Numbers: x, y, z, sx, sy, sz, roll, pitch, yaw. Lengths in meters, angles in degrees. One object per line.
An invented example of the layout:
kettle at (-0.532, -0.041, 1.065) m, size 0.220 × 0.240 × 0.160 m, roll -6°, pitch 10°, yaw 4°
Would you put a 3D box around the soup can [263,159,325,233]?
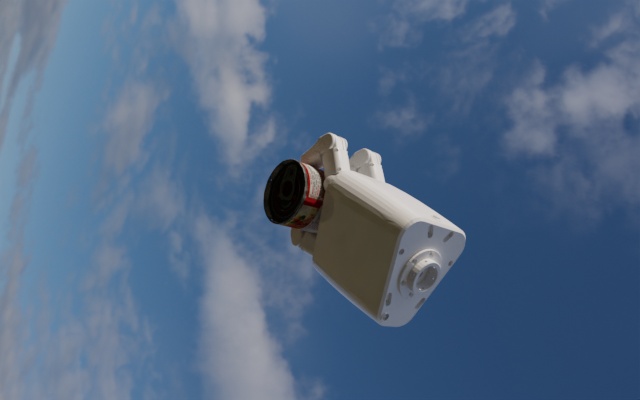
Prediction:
soup can at (0.000, 0.002, 0.511) m, size 0.102 × 0.068 × 0.068 m, roll 16°, pitch -11°, yaw -40°
